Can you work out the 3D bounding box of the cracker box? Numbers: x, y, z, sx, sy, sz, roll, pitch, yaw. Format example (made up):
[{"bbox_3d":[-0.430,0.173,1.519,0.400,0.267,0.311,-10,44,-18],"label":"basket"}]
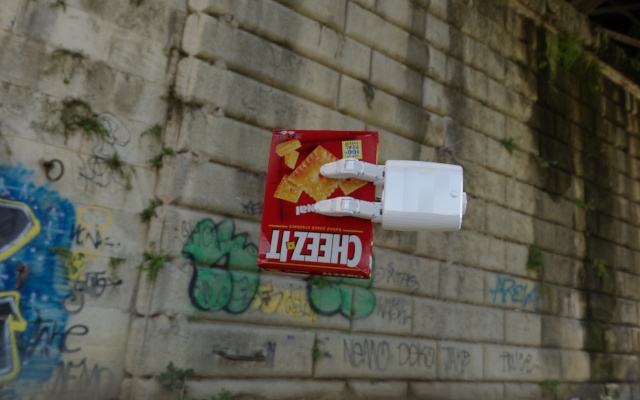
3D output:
[{"bbox_3d":[0.000,0.002,0.715,0.164,0.213,0.072,3,-14,9],"label":"cracker box"}]
